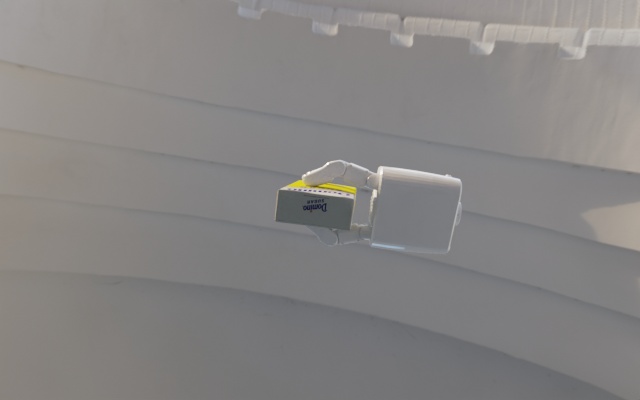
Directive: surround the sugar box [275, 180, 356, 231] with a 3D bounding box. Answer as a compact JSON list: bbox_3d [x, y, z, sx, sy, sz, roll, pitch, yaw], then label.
[{"bbox_3d":[0.000,0.002,0.644,0.093,0.048,0.176,7,4,4],"label":"sugar box"}]
